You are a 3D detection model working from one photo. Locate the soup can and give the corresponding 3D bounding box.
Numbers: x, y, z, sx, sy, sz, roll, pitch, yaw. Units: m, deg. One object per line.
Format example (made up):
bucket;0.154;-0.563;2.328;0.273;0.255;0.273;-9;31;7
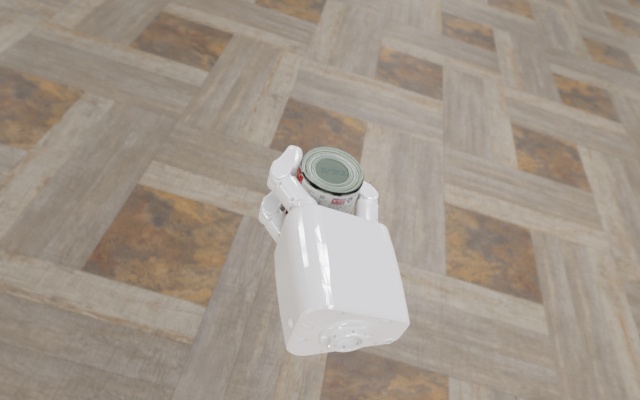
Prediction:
soup can;0.000;0.001;0.512;0.068;0.068;0.102;0;-41;-19
